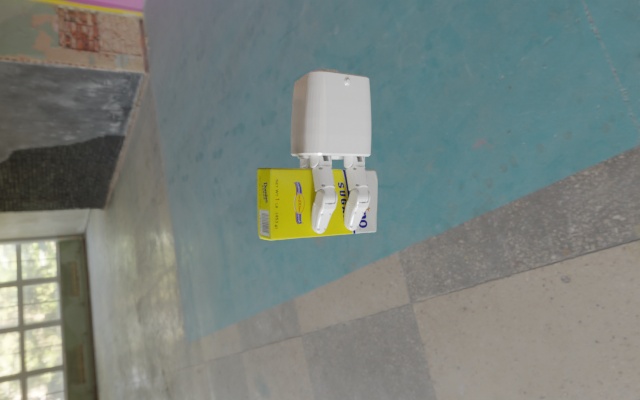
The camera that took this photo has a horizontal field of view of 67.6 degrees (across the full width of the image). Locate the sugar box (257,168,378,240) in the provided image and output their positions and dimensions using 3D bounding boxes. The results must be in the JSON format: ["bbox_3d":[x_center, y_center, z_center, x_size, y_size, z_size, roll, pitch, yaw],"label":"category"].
[{"bbox_3d":[0.000,0.002,0.656,0.176,0.093,0.048,-2,5,-32],"label":"sugar box"}]
